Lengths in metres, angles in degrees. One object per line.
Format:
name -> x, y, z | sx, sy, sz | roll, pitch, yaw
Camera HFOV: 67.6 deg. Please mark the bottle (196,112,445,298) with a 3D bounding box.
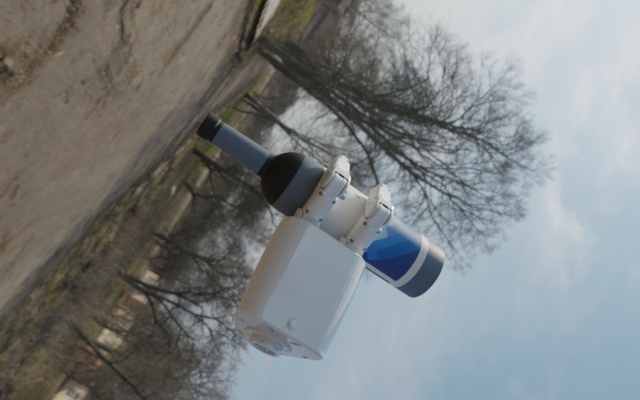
bottle -> 0.000, 0.002, 0.516 | 0.296, 0.069, 0.069 | 34, -8, -12
